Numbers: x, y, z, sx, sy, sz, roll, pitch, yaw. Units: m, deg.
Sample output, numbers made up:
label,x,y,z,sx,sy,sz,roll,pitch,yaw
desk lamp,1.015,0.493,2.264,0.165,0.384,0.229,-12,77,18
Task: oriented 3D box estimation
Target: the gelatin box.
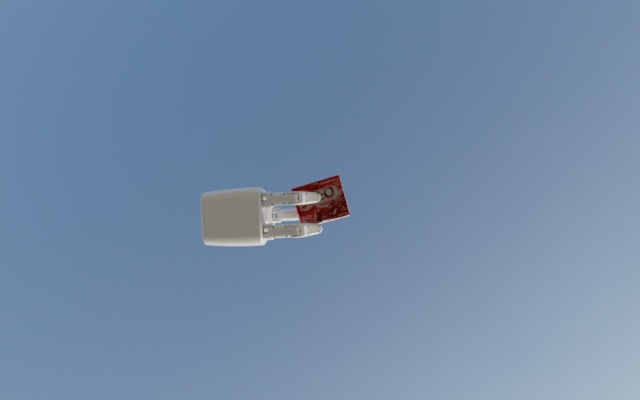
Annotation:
label,x,y,z,sx,sy,sz,roll,pitch,yaw
gelatin box,0.000,0.003,0.840,0.089,0.073,0.030,-16,-5,2
